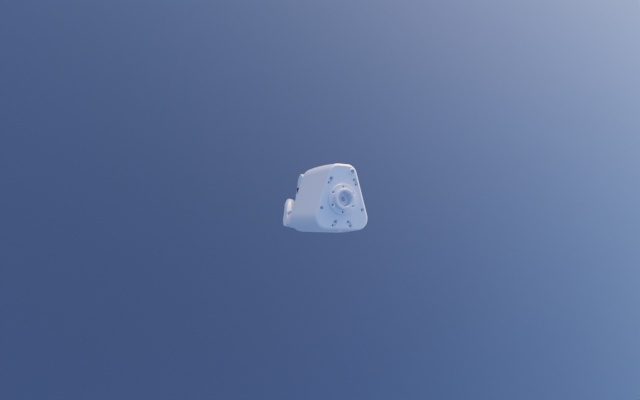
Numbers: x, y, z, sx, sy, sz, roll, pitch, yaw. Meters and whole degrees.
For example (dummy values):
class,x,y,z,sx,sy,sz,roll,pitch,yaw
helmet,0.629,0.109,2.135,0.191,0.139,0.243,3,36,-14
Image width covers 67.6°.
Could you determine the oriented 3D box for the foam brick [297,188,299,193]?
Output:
class,x,y,z,sx,sy,sz,roll,pitch,yaw
foam brick,0.000,0.003,0.877,0.078,0.053,0.051,3,-5,-23
